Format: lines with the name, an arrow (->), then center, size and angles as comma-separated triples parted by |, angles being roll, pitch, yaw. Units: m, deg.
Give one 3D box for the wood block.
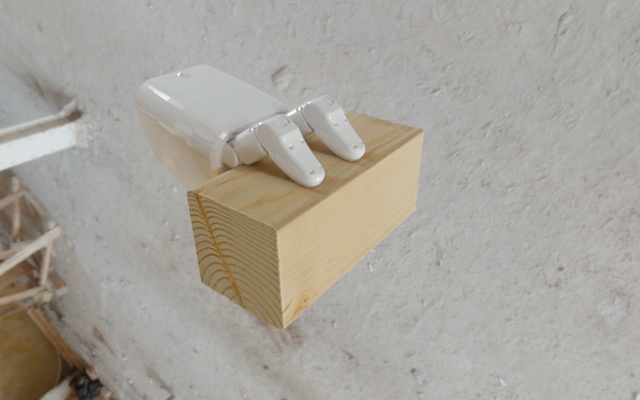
wood block -> 0.000, 0.002, 0.413 | 0.090, 0.091, 0.206 | 21, 37, 31
